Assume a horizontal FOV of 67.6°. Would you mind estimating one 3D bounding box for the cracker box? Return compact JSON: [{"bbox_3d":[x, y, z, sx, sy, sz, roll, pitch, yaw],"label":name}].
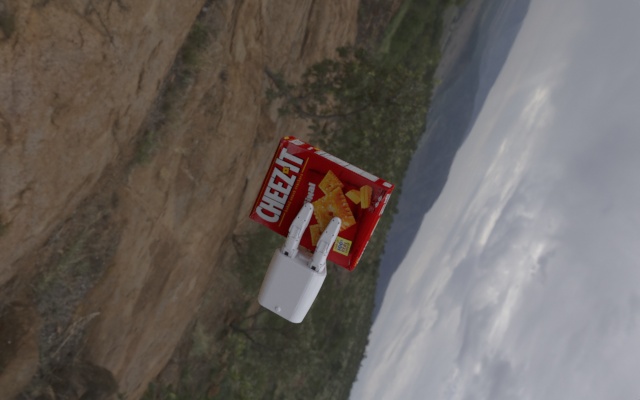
[{"bbox_3d":[0.000,0.003,0.857,0.213,0.164,0.072,27,14,10],"label":"cracker box"}]
